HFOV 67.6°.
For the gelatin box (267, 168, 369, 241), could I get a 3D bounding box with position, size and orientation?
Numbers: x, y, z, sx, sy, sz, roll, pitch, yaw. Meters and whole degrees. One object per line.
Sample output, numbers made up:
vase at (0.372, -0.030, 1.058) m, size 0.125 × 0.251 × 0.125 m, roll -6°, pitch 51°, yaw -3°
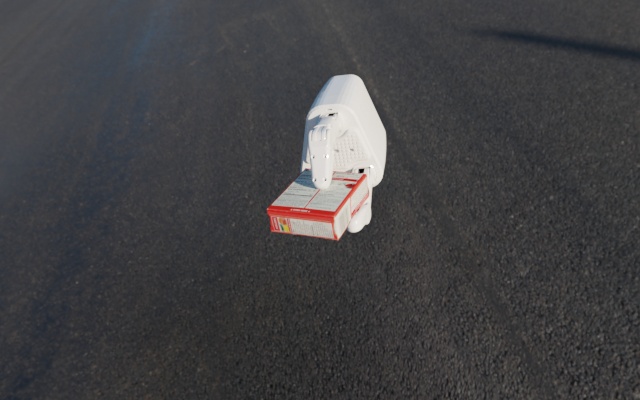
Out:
gelatin box at (0.000, 0.001, 0.480) m, size 0.073 × 0.030 × 0.089 m, roll 6°, pitch 33°, yaw 25°
